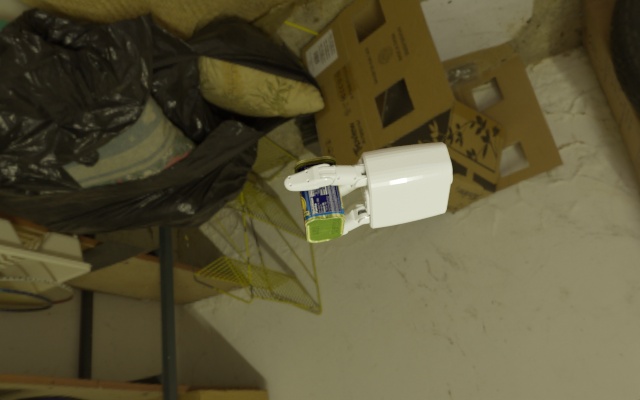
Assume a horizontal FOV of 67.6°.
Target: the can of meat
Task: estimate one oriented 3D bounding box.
[{"bbox_3d":[0.000,0.002,0.641,0.057,0.084,0.102,-9,-21,-3],"label":"can of meat"}]
